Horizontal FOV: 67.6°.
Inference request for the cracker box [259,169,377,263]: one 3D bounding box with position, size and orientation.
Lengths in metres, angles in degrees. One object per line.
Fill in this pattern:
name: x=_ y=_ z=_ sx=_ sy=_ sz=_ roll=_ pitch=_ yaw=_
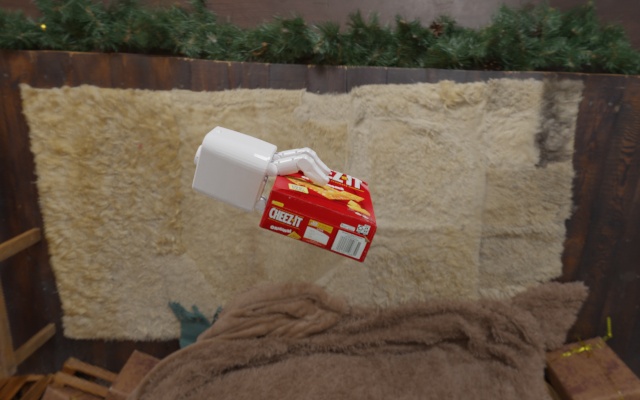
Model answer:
cracker box: x=0.000 y=0.003 z=0.779 sx=0.164 sy=0.072 sz=0.213 roll=19 pitch=19 yaw=-5
